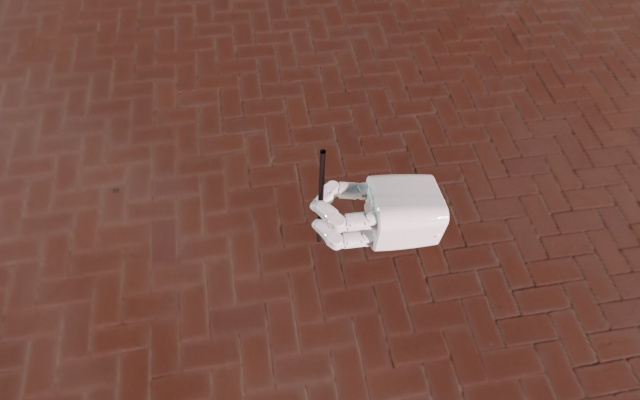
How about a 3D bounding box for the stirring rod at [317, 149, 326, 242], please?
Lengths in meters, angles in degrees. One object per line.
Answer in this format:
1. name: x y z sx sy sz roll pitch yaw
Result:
1. stirring rod: 0.000 0.002 0.716 0.011 0.011 0.240 0 -33 -2
